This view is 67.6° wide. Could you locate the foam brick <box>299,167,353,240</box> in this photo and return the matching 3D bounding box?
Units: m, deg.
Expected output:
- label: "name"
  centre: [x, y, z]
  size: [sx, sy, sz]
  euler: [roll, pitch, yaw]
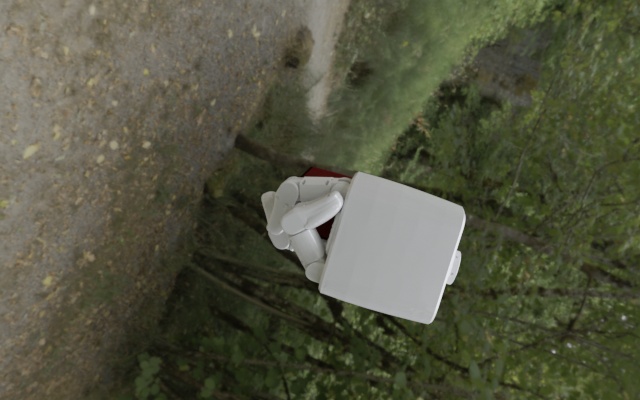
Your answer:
- label: "foam brick"
  centre: [0.000, 0.001, 0.505]
  size: [0.051, 0.053, 0.078]
  euler: [14, 19, 8]
